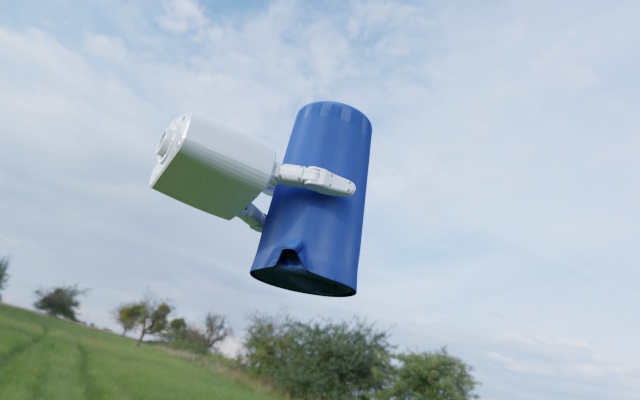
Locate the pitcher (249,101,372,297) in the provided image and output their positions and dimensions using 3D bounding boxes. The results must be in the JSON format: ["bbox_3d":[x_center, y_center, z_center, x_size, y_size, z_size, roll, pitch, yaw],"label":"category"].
[{"bbox_3d":[0.000,0.002,0.633,0.145,0.242,0.149,22,-24,-26],"label":"pitcher"}]
